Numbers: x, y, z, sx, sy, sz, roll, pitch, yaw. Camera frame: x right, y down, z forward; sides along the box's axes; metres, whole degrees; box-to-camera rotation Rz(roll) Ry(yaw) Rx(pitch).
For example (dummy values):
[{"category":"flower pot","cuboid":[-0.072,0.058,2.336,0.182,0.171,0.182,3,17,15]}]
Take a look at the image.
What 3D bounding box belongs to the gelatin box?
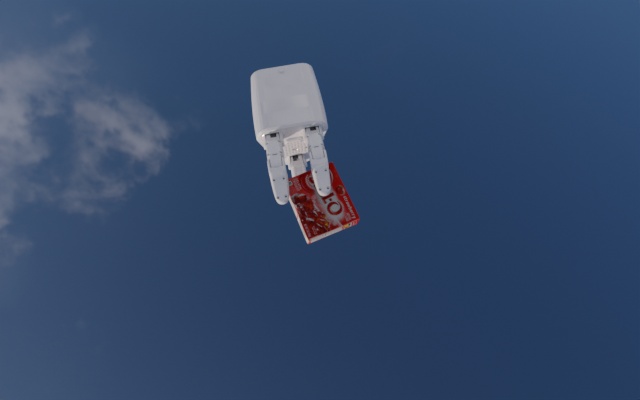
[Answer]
[{"category":"gelatin box","cuboid":[0.000,0.003,0.629,0.073,0.089,0.030,-22,-17,-8]}]
